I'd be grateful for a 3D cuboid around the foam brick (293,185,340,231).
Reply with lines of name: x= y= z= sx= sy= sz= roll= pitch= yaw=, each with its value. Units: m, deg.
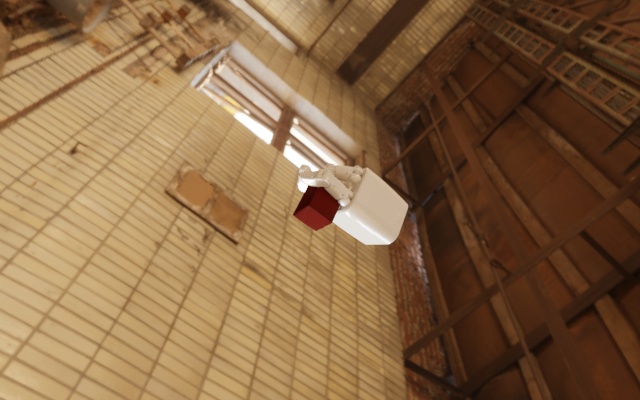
foam brick: x=0.000 y=0.003 z=0.802 sx=0.051 sy=0.078 sz=0.053 roll=39 pitch=-36 yaw=-17
